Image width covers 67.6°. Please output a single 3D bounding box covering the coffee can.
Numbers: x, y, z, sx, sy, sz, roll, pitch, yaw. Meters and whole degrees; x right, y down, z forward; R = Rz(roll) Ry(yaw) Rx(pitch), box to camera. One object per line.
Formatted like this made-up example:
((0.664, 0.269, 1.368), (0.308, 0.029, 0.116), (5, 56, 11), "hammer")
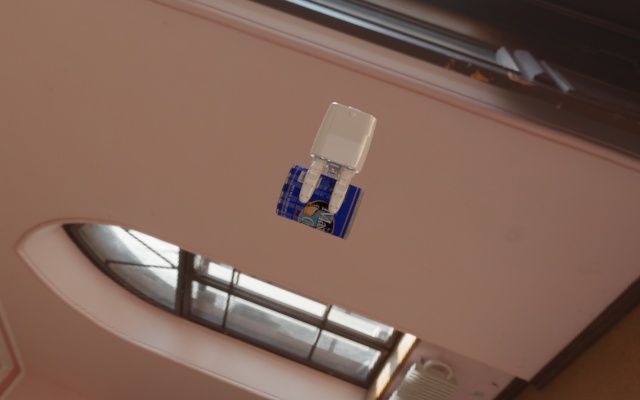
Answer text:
((0.000, 0.003, 0.895), (0.140, 0.103, 0.103), (20, 1, 3), "coffee can")
